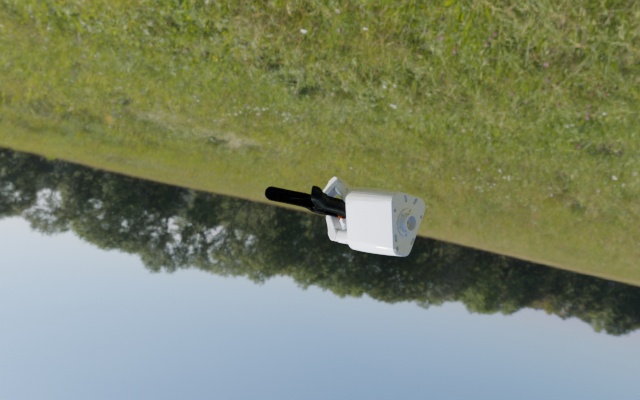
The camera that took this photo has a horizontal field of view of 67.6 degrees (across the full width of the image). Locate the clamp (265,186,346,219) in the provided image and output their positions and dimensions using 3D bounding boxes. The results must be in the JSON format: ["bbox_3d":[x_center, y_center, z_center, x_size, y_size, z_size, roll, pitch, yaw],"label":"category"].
[{"bbox_3d":[0.000,0.003,0.847,0.171,0.039,0.120,14,-5,-41],"label":"clamp"}]
